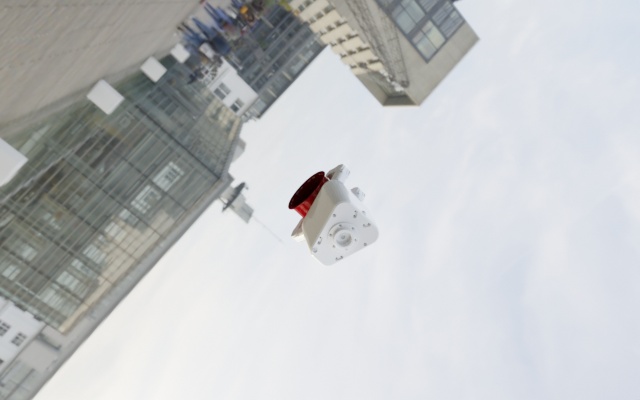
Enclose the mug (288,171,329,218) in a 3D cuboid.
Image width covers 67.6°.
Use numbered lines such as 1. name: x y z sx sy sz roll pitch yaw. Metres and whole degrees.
1. mug: 0.000 0.003 0.882 0.081 0.093 0.117 44 9 -18
